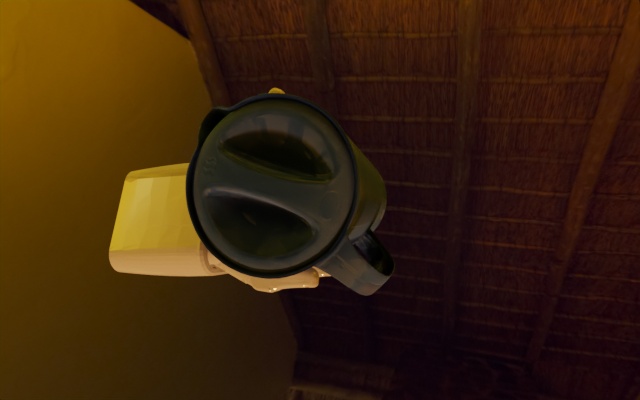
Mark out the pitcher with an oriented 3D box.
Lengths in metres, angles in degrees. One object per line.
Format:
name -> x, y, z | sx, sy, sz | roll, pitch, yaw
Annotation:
pitcher -> 0.000, 0.001, 0.448 | 0.145, 0.149, 0.243 | -2, -3, 16
